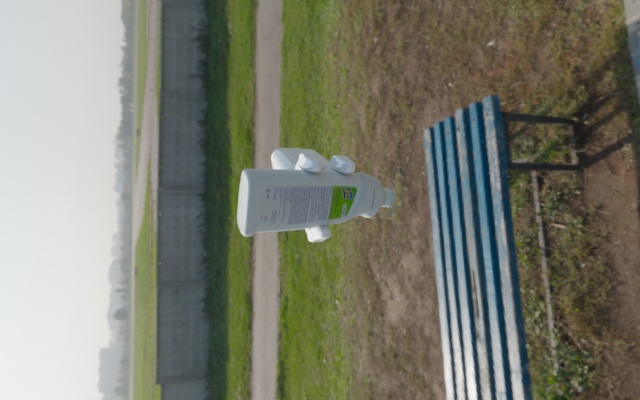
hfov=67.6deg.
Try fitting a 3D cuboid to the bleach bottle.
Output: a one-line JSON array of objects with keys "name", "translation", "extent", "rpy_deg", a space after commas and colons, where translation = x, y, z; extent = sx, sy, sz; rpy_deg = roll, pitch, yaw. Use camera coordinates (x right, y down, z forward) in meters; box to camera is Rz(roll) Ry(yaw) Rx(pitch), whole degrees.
[{"name": "bleach bottle", "translation": [0.000, 0.002, 0.758], "extent": [0.251, 0.103, 0.068], "rpy_deg": [1, 25, -21]}]
